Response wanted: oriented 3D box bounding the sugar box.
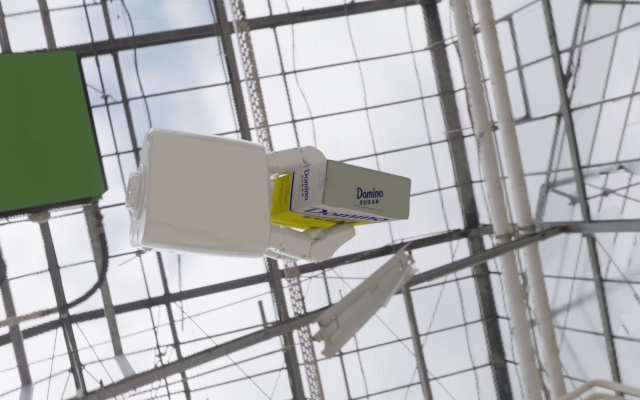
[{"bbox_3d":[0.000,0.002,0.486,0.093,0.048,0.176,10,-9,-28],"label":"sugar box"}]
